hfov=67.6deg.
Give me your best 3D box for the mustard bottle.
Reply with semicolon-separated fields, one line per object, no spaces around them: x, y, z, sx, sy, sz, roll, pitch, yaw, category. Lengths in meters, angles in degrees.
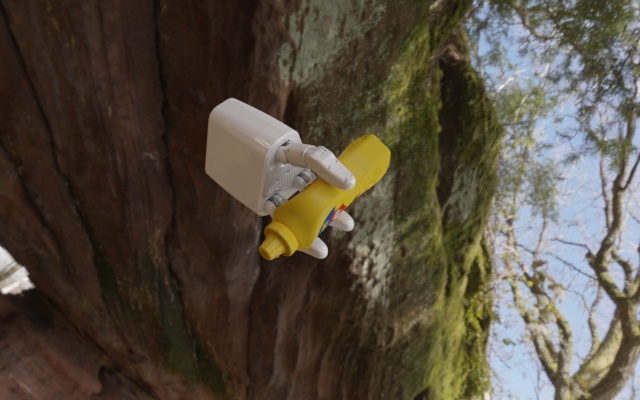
0.001;0.002;0.562;0.191;0.058;0.096;-42;-4;-30;mustard bottle
